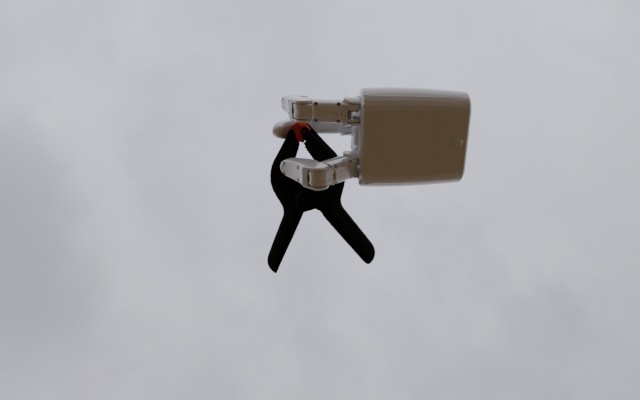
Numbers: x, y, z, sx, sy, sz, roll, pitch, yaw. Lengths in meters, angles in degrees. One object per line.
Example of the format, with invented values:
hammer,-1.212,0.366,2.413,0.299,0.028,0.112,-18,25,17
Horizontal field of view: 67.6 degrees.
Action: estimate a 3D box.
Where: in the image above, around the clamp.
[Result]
clamp,0.000,0.001,0.514,0.120,0.171,0.039,0,21,-1
